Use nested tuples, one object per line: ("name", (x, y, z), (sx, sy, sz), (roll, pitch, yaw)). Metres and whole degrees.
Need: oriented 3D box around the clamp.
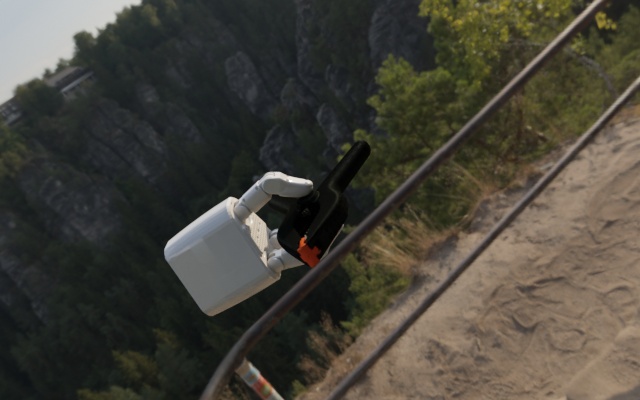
("clamp", (-0.001, 0.002, 0.578), (0.164, 0.036, 0.210), (-34, 22, 12))
